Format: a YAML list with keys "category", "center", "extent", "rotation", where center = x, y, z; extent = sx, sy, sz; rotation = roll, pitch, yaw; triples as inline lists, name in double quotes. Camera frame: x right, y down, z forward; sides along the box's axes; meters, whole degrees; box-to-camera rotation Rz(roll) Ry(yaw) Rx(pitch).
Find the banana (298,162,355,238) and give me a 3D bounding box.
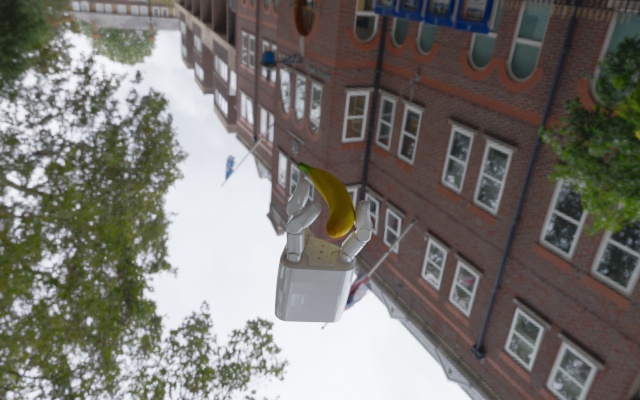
- category: "banana"
  center: [0.017, 0.002, 0.711]
  extent: [0.069, 0.037, 0.197]
  rotation: [5, 28, -20]
